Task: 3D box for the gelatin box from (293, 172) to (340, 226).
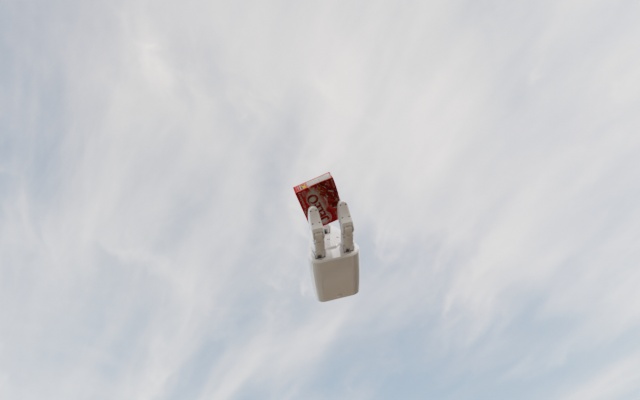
[{"bbox_3d":[0.000,0.002,0.866,0.073,0.089,0.030,-23,29,-2],"label":"gelatin box"}]
